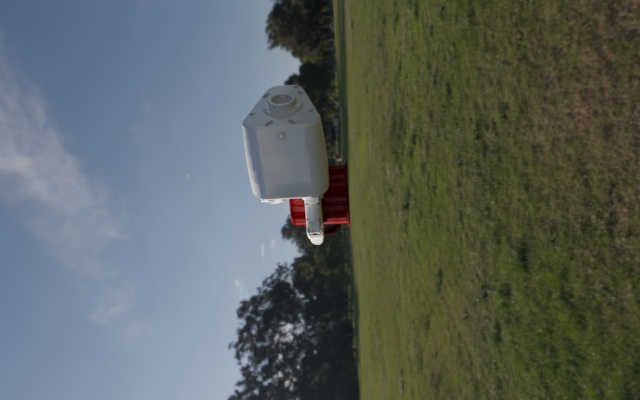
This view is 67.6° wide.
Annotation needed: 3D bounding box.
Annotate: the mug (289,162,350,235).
[{"bbox_3d":[0.000,0.003,0.686,0.081,0.117,0.093,-3,39,3],"label":"mug"}]
